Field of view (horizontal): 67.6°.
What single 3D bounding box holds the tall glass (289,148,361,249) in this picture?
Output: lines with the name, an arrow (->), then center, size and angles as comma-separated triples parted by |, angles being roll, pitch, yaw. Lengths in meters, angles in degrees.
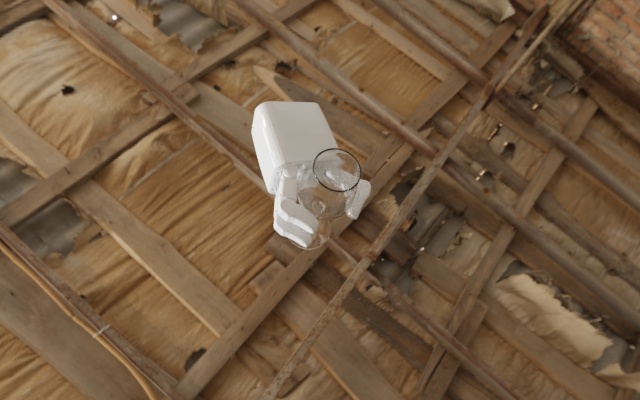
tall glass -> 0.000, 0.003, 0.676 | 0.079, 0.079, 0.201 | 0, -24, -13
